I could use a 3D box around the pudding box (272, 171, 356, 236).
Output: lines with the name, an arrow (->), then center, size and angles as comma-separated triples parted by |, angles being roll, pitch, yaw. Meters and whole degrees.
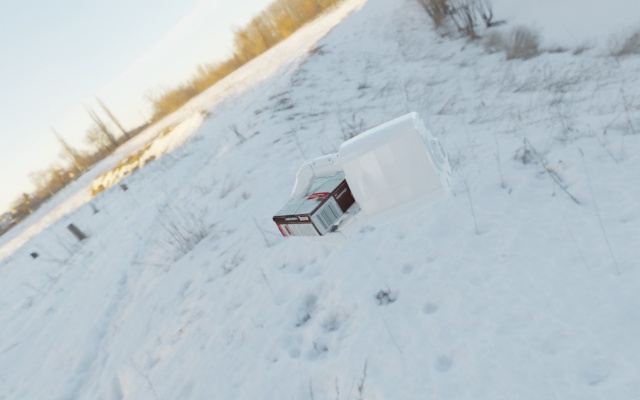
pudding box -> 0.000, 0.002, 0.664 | 0.090, 0.039, 0.113 | -7, 30, 51
